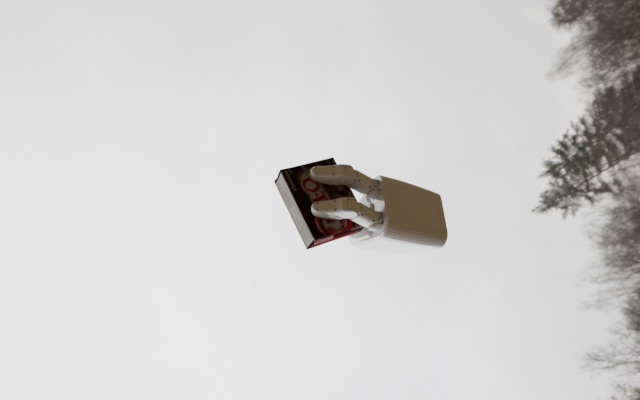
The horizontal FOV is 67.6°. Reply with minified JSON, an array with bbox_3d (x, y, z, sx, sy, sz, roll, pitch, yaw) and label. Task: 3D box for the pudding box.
[{"bbox_3d":[0.000,0.002,0.659,0.090,0.113,0.039,-16,-23,-32],"label":"pudding box"}]
